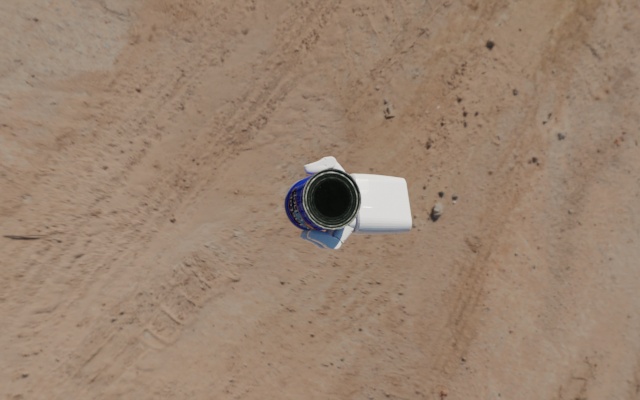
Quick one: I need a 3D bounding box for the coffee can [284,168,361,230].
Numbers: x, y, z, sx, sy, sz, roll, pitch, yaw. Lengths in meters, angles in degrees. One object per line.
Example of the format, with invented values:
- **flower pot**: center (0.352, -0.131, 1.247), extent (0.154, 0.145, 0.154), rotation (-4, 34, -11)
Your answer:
- **coffee can**: center (0.000, 0.003, 0.850), extent (0.103, 0.103, 0.140), rotation (0, -4, -16)
